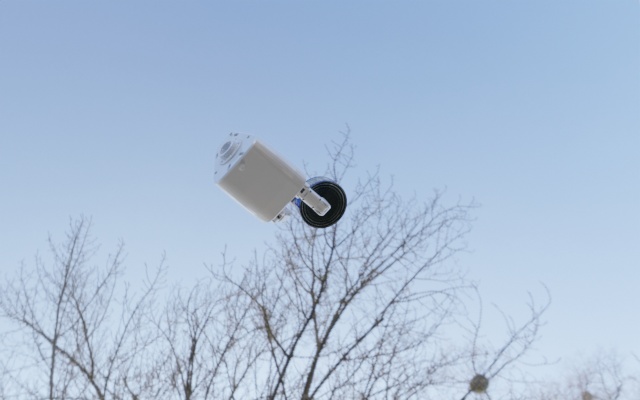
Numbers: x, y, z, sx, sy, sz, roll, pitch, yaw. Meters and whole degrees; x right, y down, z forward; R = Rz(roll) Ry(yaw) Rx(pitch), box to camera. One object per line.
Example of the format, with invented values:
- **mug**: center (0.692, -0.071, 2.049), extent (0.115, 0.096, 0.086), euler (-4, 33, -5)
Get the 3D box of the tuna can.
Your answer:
- **tuna can**: center (0.000, 0.003, 0.818), extent (0.086, 0.086, 0.033), euler (0, 21, -22)
